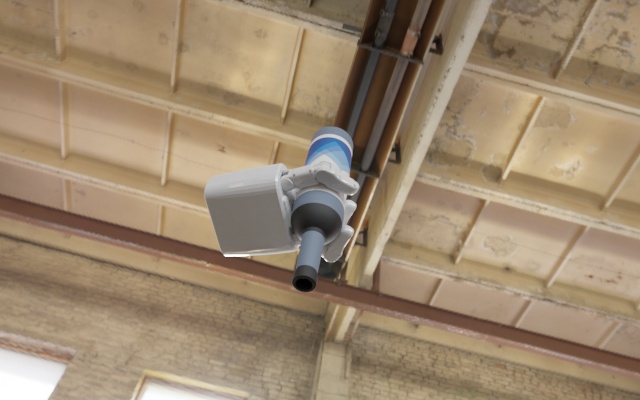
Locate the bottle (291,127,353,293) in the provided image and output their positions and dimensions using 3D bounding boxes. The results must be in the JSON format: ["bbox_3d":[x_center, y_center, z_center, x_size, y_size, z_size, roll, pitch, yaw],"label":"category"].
[{"bbox_3d":[0.000,0.002,0.633,0.069,0.069,0.295,0,37,9],"label":"bottle"}]
